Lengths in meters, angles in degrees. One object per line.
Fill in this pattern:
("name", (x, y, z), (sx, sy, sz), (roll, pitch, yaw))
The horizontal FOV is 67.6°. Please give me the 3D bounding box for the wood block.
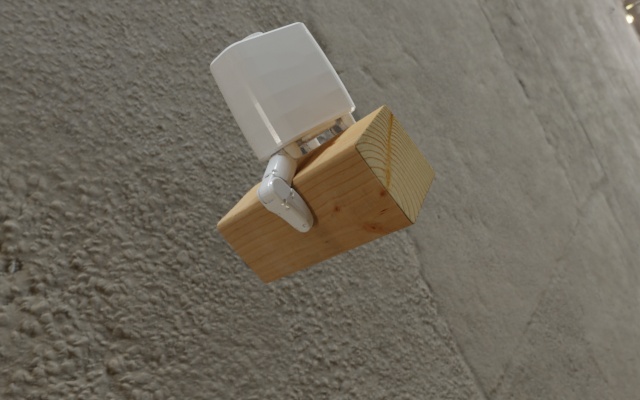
("wood block", (0.000, 0.001, 0.496), (0.206, 0.090, 0.090), (-28, 17, 39))
